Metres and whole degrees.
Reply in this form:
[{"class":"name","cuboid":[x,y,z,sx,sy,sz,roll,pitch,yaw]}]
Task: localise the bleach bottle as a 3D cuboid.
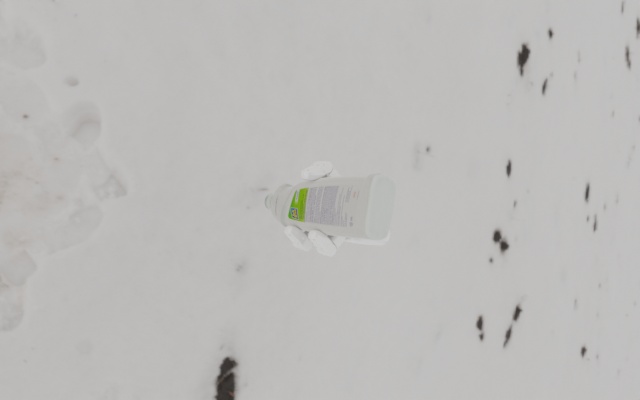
[{"class":"bleach bottle","cuboid":[0.000,0.003,0.783,0.251,0.102,0.068,6,-6,44]}]
